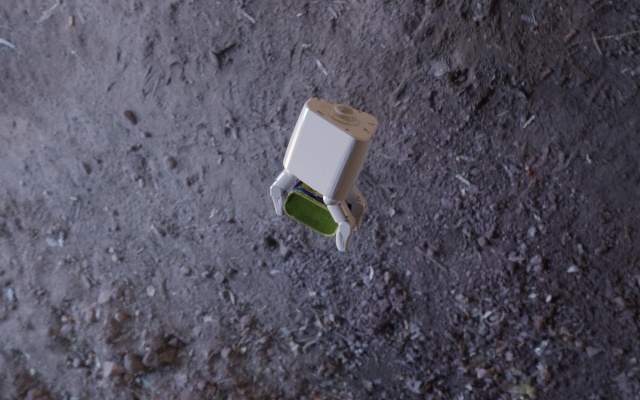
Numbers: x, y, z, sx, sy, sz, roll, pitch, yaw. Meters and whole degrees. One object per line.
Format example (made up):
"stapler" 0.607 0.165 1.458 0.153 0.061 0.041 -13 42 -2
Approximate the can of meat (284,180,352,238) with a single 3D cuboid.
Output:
"can of meat" 0.000 0.003 0.768 0.102 0.057 0.084 29 34 2
